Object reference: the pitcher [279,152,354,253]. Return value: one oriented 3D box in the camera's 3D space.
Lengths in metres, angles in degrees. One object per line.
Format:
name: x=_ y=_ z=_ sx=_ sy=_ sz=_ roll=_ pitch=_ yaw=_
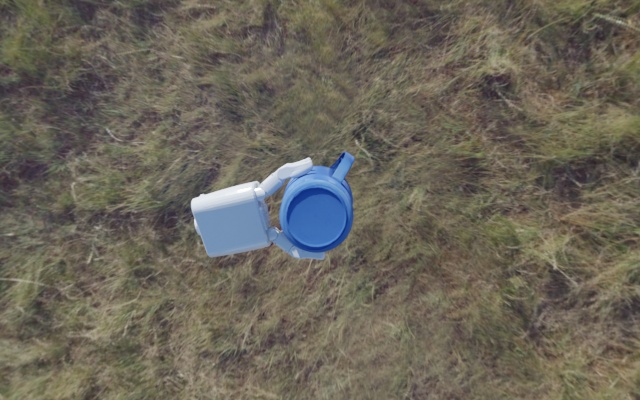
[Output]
pitcher: x=0.000 y=0.003 z=0.800 sx=0.145 sy=0.149 sz=0.243 roll=-11 pitch=6 yaw=1
